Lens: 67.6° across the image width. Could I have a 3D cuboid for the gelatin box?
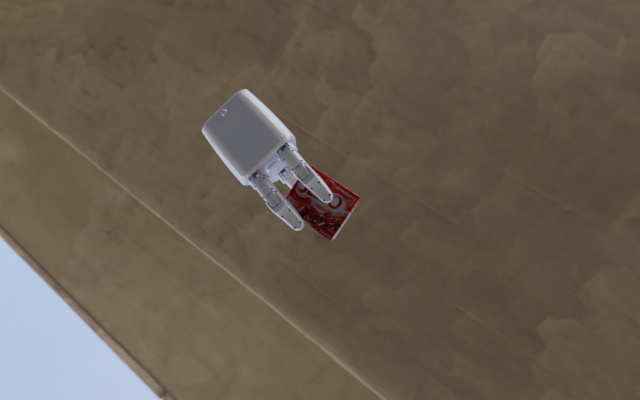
[{"bbox_3d":[0.000,0.002,0.668,0.089,0.073,0.030,35,2,9],"label":"gelatin box"}]
